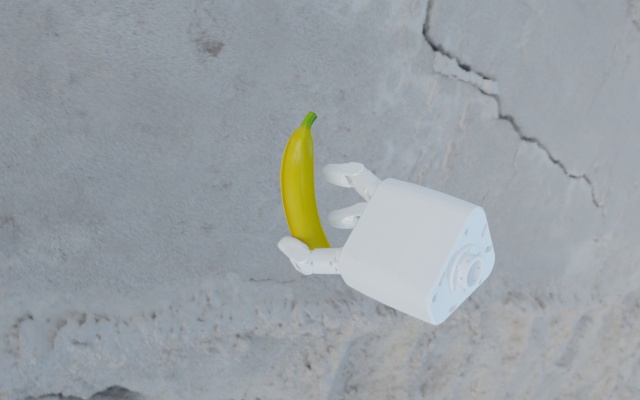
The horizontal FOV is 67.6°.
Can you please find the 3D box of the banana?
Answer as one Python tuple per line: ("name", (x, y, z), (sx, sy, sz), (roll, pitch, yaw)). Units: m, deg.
("banana", (-0.013, 0.005, 0.541), (0.037, 0.198, 0.069), (16, 30, 41))
